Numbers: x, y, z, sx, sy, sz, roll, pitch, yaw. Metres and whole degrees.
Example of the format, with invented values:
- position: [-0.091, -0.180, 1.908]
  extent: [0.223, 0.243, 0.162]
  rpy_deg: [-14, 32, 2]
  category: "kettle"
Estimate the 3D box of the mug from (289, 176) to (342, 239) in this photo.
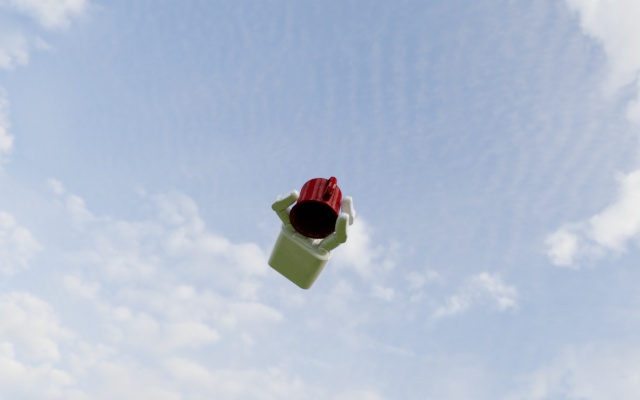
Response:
- position: [0.001, 0.002, 0.880]
  extent: [0.093, 0.117, 0.081]
  rpy_deg: [23, 38, -6]
  category: "mug"
